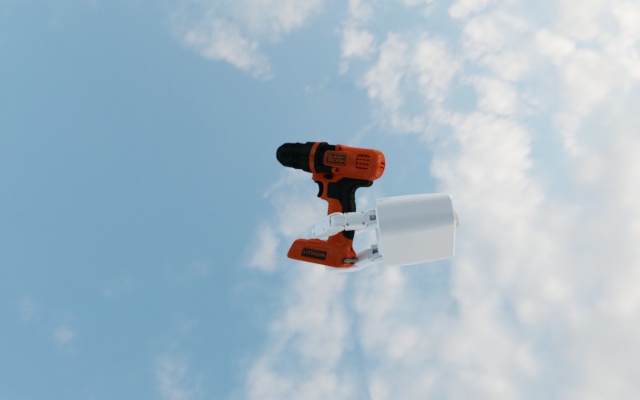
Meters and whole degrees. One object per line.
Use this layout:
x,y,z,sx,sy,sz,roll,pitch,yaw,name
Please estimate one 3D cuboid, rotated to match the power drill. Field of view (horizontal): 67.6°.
0.000,0.003,0.739,0.184,0.187,0.057,9,1,29,power drill
